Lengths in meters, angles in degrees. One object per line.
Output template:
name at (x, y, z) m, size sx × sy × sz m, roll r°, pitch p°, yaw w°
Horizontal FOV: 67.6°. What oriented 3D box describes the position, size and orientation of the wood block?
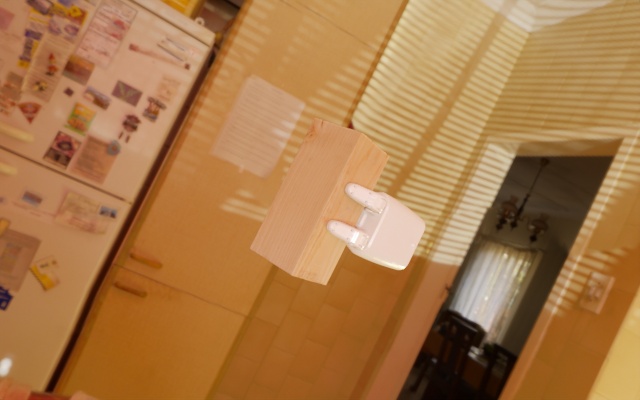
wood block at (0.000, 0.002, 0.675) m, size 0.091 × 0.206 × 0.090 m, roll 25°, pitch -2°, yaw 37°
